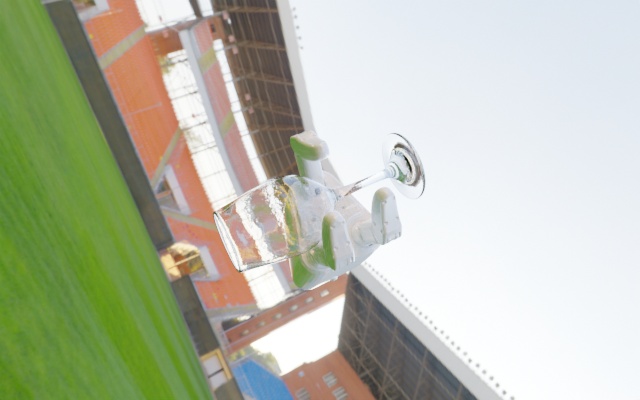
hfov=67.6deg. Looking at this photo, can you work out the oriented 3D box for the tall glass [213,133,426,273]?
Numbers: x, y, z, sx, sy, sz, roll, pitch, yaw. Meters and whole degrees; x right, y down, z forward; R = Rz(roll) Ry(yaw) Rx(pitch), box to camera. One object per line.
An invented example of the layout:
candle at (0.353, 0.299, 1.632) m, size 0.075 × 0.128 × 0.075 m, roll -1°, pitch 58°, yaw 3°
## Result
tall glass at (0.001, 0.001, 0.470) m, size 0.201 × 0.079 × 0.079 m, roll -23°, pitch 8°, yaw -18°
